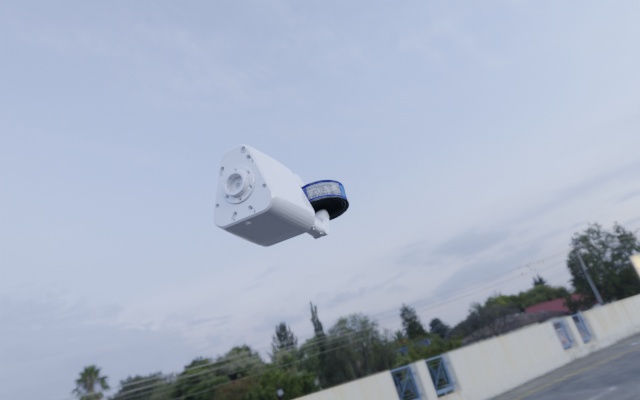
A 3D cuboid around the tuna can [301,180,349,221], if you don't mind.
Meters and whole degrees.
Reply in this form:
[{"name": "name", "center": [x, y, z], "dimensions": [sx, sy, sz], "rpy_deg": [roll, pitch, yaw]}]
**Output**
[{"name": "tuna can", "center": [0.000, 0.002, 0.754], "dimensions": [0.086, 0.033, 0.086], "rpy_deg": [-12, -27, -6]}]
